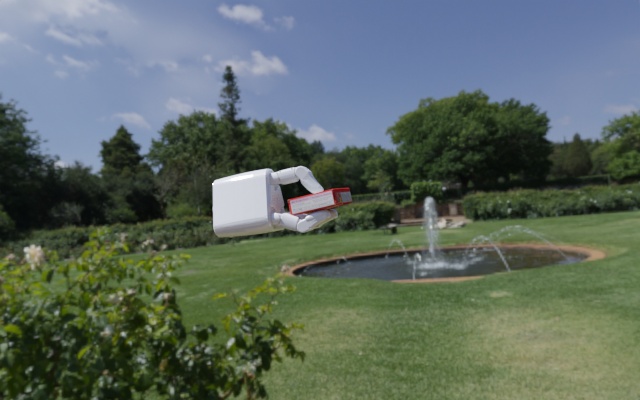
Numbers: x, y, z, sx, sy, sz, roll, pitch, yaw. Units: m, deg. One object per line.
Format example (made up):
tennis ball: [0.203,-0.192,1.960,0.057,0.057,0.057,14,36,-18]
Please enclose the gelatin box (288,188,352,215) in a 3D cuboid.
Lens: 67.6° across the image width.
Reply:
gelatin box: [0.000,0.002,0.819,0.089,0.030,0.073,-14,-4,25]
